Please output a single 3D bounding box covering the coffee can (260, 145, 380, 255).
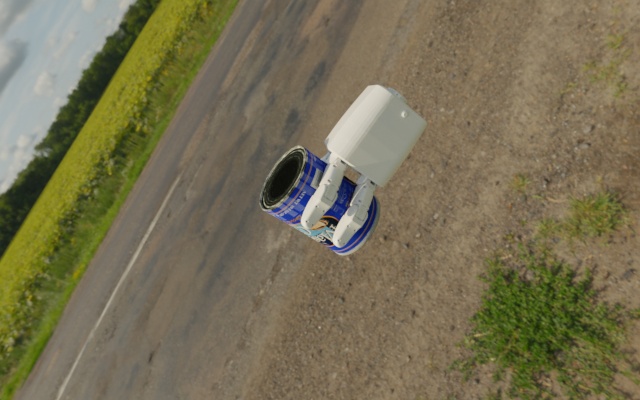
[{"bbox_3d":[0.000,0.002,0.679,0.140,0.102,0.103,32,-16,-27],"label":"coffee can"}]
